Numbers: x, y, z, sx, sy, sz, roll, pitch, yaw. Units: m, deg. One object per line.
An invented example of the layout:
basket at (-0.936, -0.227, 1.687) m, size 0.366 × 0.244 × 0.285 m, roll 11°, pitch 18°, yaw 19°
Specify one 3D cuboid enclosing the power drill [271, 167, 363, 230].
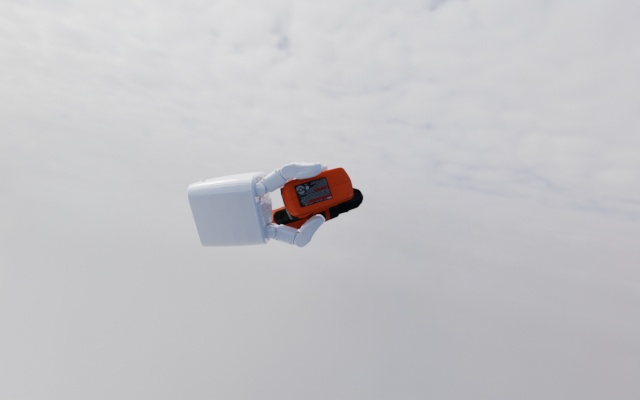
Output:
power drill at (0.000, 0.003, 0.795) m, size 0.184 × 0.057 × 0.188 m, roll -19°, pitch -11°, yaw -11°
